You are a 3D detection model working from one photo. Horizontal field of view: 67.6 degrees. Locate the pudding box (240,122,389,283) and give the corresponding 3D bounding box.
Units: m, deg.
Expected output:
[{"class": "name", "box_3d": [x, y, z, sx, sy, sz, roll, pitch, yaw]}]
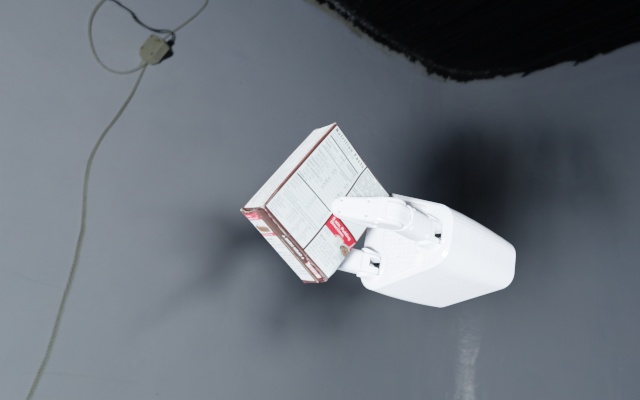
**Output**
[{"class": "pudding box", "box_3d": [0.000, 0.001, 0.417, 0.039, 0.090, 0.113, -13, 32, 52]}]
